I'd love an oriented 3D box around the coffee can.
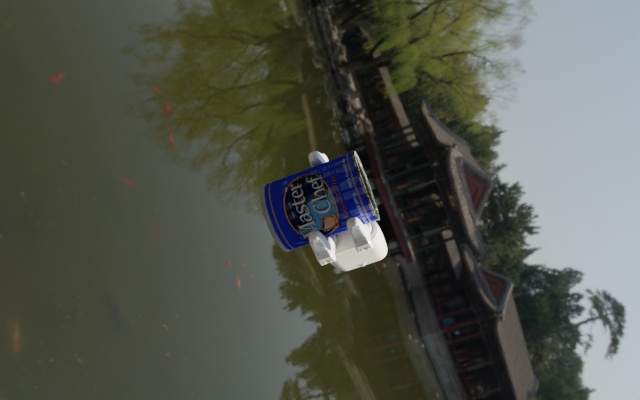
[{"bbox_3d":[0.000,0.002,0.673,0.140,0.103,0.103,-20,-4,10],"label":"coffee can"}]
